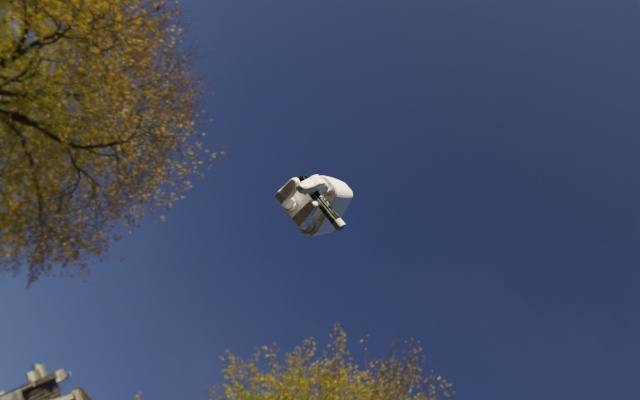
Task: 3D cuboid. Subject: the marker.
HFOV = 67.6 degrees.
[{"bbox_3d":[0.000,0.003,0.847,0.020,0.121,0.020,-36,-17,-13],"label":"marker"}]
